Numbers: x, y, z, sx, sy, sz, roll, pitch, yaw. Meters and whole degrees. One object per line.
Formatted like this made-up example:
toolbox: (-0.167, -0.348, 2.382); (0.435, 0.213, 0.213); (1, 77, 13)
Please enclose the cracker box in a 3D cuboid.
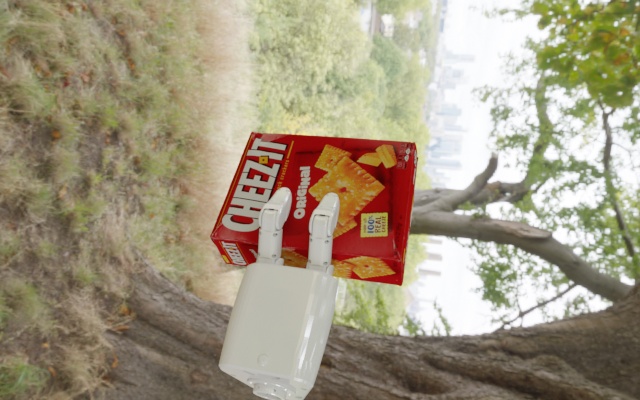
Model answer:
cracker box: (0.000, 0.002, 0.565); (0.213, 0.164, 0.072); (6, -34, 13)
